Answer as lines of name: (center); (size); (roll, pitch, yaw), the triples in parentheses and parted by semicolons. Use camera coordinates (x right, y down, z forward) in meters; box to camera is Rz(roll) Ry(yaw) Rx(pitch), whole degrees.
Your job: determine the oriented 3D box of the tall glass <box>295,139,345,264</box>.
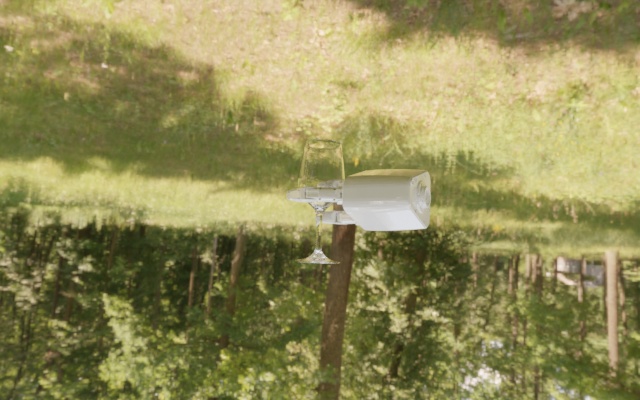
tall glass: (0.000, 0.003, 0.792); (0.079, 0.201, 0.079); (2, -6, 0)
